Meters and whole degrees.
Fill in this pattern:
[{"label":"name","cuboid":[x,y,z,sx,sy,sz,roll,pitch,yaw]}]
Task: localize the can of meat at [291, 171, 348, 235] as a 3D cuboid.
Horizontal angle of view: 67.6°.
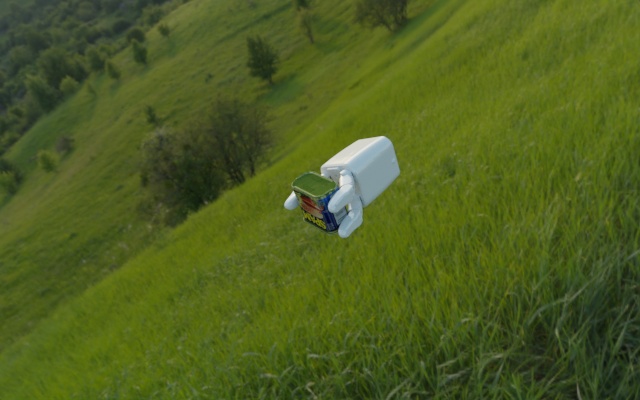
[{"label":"can of meat","cuboid":[0.000,0.003,0.854,0.057,0.084,0.102,-36,36,-22]}]
